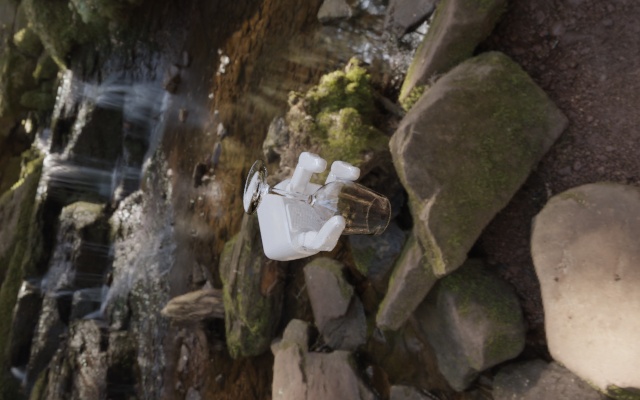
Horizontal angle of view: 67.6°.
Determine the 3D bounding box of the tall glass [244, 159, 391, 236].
[{"bbox_3d":[0.000,0.002,0.666,0.201,0.079,0.079,13,-6,-27],"label":"tall glass"}]
